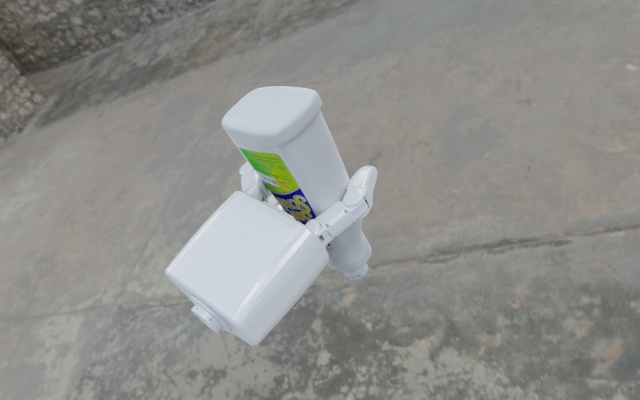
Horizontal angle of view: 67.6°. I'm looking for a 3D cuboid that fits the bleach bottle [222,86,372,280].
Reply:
[{"bbox_3d":[0.000,0.002,0.503,0.102,0.068,0.251,17,-32,44],"label":"bleach bottle"}]
